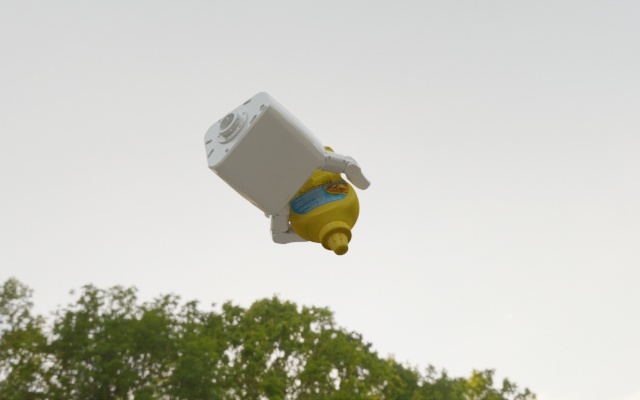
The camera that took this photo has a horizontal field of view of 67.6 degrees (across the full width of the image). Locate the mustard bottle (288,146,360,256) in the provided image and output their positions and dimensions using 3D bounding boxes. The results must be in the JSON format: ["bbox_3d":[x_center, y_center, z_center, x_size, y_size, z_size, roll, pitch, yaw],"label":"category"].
[{"bbox_3d":[0.000,0.002,0.643,0.096,0.058,0.191,-20,41,-3],"label":"mustard bottle"}]
